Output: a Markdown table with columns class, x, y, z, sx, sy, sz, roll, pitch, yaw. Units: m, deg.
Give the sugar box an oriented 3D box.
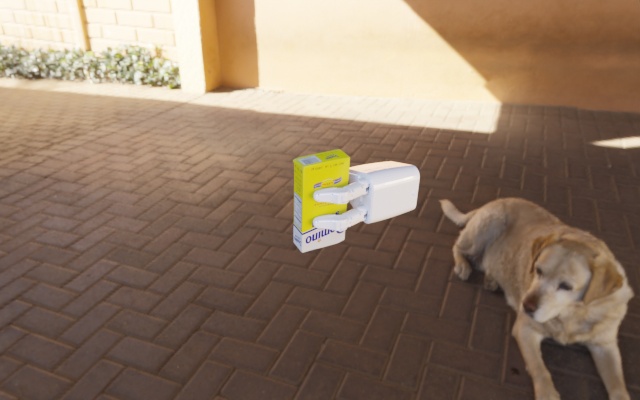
| class | x | y | z | sx | sy | sz | roll | pitch | yaw |
| --- | --- | --- | --- | --- | --- | --- | --- | --- | --- |
| sugar box | 0.001 | 0.003 | 0.852 | 0.093 | 0.176 | 0.048 | -14 | 32 | -23 |
